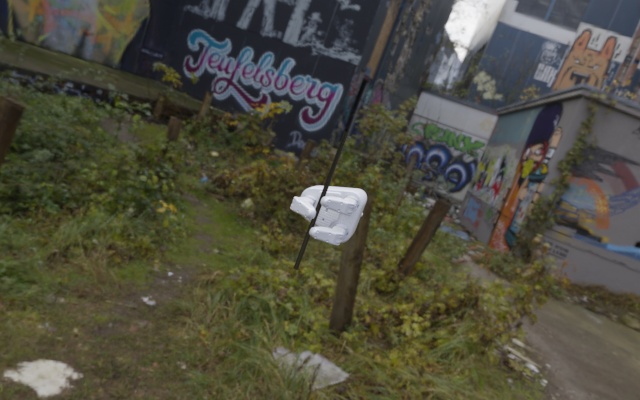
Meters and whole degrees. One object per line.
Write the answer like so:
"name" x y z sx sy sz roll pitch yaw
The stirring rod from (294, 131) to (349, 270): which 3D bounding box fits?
"stirring rod" 0.000 0.003 0.775 0.011 0.239 0.011 20 10 -4
